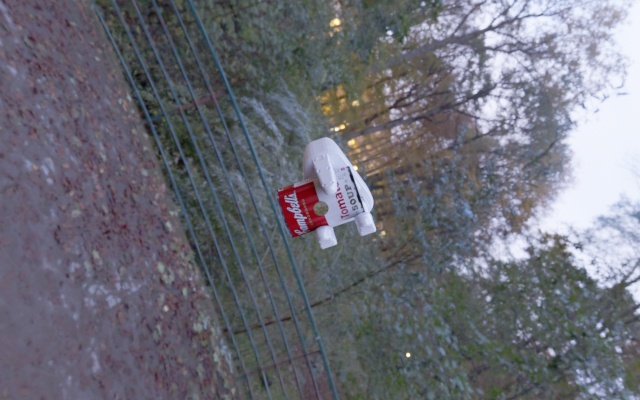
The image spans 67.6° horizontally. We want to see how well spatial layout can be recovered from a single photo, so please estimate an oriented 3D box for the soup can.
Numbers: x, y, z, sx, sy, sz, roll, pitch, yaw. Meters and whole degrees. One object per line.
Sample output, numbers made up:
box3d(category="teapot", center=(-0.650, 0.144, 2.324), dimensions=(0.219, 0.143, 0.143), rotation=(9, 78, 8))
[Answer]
box3d(category="soup can", center=(0.000, 0.002, 0.622), dimensions=(0.102, 0.068, 0.068), rotation=(-19, -1, 3))
